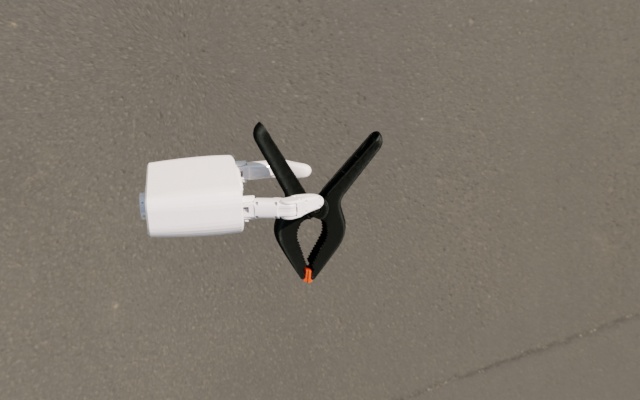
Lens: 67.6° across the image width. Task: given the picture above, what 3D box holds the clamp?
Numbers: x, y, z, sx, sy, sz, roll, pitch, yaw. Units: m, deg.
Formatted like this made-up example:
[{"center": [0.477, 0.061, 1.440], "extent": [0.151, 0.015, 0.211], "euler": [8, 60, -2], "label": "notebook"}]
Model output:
[{"center": [0.000, 0.003, 0.611], "extent": [0.164, 0.210, 0.036], "euler": [-5, 17, -15], "label": "clamp"}]
